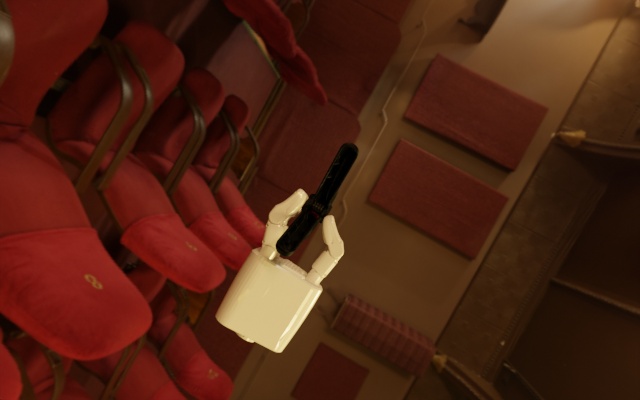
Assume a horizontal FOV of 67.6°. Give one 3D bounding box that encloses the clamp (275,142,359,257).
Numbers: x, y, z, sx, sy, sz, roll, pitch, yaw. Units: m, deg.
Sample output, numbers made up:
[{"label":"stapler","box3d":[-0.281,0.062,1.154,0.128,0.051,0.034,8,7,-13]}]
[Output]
[{"label":"clamp","box3d":[0.001,0.003,0.674,0.036,0.164,0.210,34,-1,4]}]
